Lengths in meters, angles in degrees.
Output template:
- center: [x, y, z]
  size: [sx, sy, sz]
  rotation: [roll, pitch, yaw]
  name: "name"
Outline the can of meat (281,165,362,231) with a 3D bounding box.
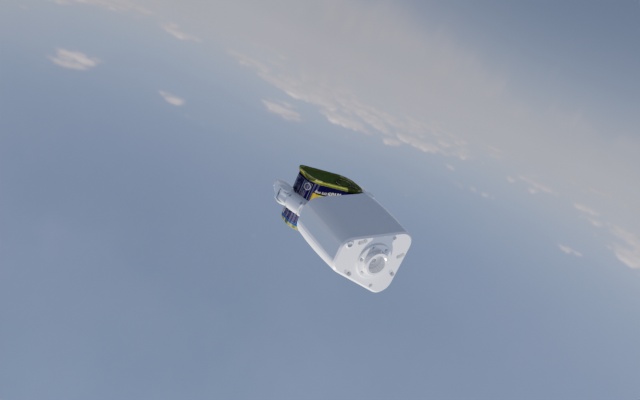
- center: [0.000, 0.003, 0.720]
  size: [0.102, 0.084, 0.057]
  rotation: [12, 20, -36]
  name: "can of meat"
